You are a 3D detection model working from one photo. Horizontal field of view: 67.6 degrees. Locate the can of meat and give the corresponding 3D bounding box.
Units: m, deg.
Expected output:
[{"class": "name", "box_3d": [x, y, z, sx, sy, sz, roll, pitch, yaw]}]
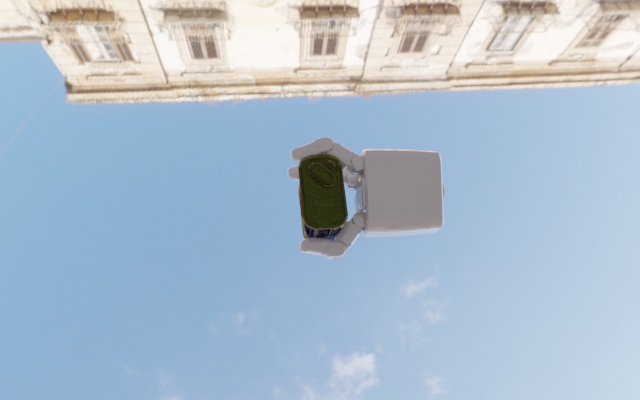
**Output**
[{"class": "can of meat", "box_3d": [0.000, 0.002, 0.644, 0.057, 0.102, 0.084, -4, -20, -6]}]
